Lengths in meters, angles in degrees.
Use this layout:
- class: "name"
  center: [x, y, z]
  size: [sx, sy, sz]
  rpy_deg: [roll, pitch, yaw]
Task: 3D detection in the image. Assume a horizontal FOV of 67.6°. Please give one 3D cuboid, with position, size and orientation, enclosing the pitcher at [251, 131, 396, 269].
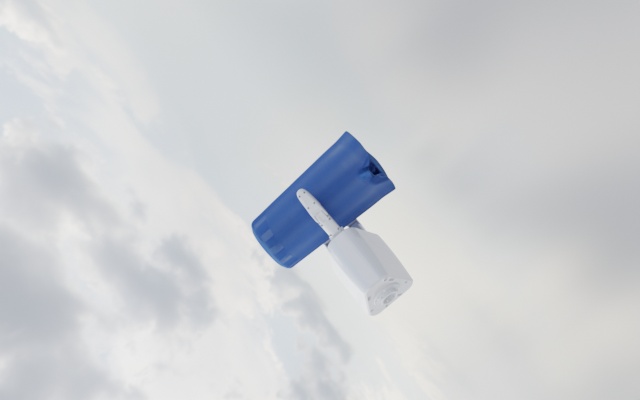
- class: "pitcher"
  center: [0.000, 0.003, 0.845]
  size: [0.243, 0.145, 0.149]
  rpy_deg: [-40, -33, 2]
